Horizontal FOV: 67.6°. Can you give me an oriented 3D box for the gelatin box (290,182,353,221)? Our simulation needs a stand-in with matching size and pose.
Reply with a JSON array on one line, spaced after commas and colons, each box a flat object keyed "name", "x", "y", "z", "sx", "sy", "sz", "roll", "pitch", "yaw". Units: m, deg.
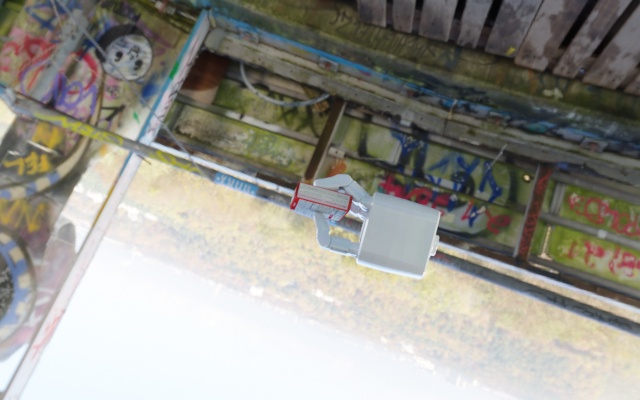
[{"name": "gelatin box", "x": 0.000, "y": 0.003, "z": 0.762, "sx": 0.089, "sy": 0.030, "sz": 0.073, "roll": 14, "pitch": -16, "yaw": -6}]
